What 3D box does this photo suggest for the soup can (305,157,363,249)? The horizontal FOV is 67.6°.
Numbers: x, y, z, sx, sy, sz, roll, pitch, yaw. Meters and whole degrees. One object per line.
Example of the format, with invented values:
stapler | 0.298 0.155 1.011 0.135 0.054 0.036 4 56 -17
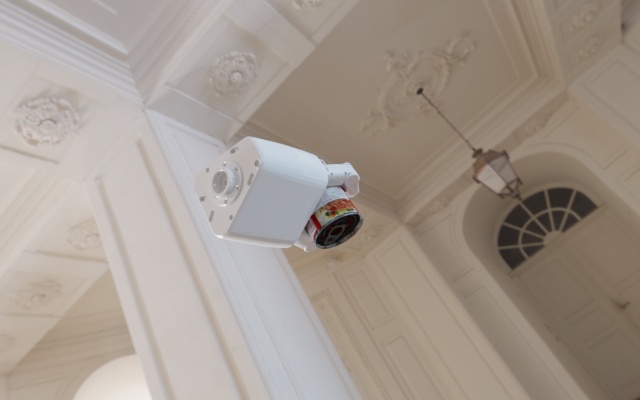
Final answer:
soup can | 0.000 0.002 0.614 0.068 0.102 0.069 -23 -31 -15
